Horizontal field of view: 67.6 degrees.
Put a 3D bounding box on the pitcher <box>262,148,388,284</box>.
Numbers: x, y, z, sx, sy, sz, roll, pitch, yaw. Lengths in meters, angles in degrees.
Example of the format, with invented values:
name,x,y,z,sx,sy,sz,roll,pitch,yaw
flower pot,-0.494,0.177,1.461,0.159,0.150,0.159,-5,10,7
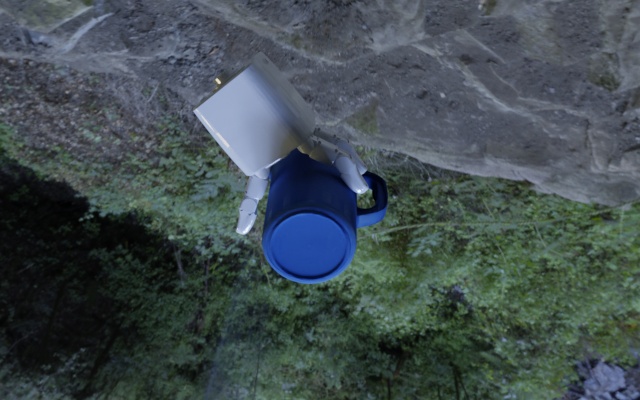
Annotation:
name,x,y,z,sx,sy,sz,roll,pitch,yaw
pitcher,0.000,0.002,0.640,0.149,0.145,0.242,-34,20,16
